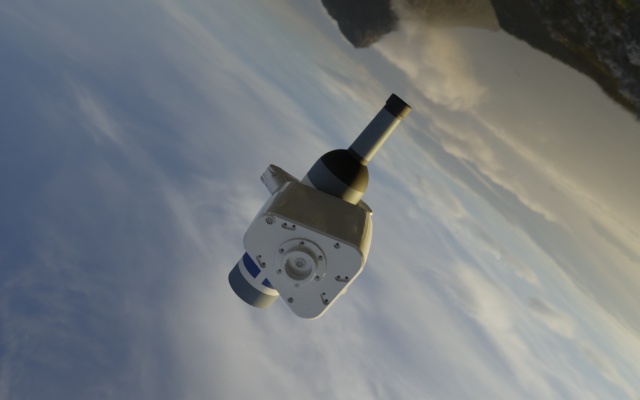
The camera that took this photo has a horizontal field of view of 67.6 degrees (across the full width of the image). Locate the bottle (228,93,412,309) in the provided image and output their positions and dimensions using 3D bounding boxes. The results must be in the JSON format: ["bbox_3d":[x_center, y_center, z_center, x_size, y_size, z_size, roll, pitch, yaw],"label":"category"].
[{"bbox_3d":[0.000,0.002,0.558,0.069,0.296,0.069,35,18,-13],"label":"bottle"}]
